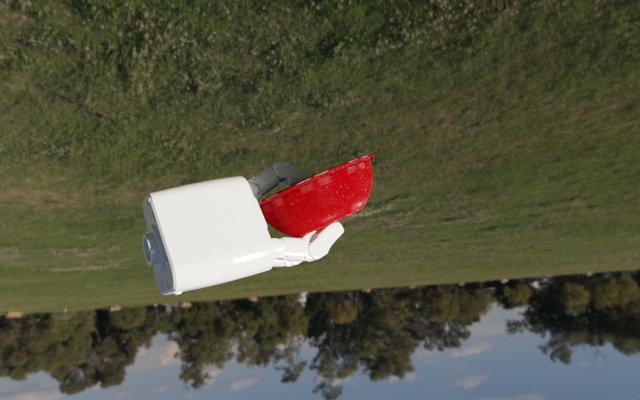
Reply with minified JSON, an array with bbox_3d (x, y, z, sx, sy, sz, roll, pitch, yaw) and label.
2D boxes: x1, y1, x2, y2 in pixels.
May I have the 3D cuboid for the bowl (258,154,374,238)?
[{"bbox_3d":[0.001,0.002,0.573,0.162,0.055,0.162,-24,-1,0],"label":"bowl"}]
